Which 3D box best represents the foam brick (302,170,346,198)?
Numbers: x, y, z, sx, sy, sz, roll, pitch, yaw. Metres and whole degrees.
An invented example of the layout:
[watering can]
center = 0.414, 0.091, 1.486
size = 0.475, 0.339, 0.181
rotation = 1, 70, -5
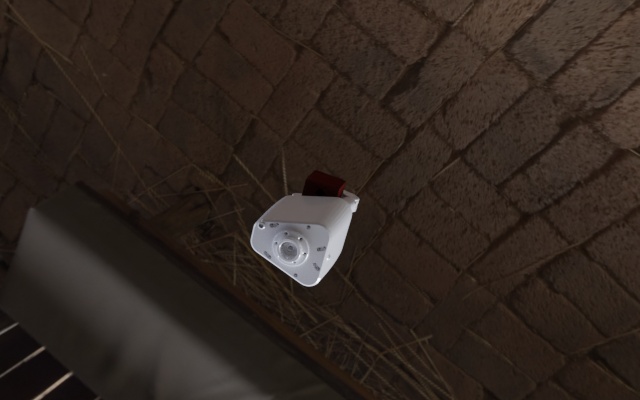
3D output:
[foam brick]
center = 0.000, 0.002, 0.725
size = 0.053, 0.078, 0.051
rotation = 18, 20, 10
